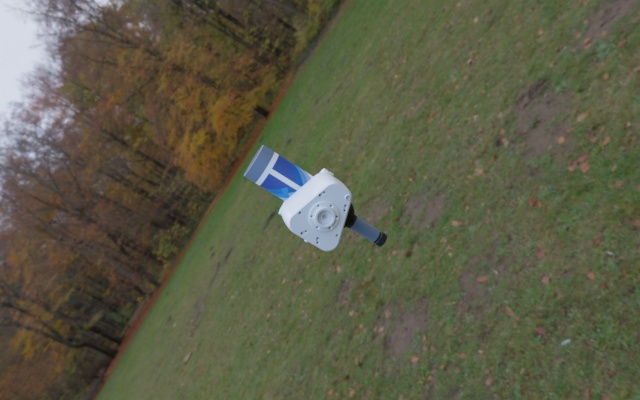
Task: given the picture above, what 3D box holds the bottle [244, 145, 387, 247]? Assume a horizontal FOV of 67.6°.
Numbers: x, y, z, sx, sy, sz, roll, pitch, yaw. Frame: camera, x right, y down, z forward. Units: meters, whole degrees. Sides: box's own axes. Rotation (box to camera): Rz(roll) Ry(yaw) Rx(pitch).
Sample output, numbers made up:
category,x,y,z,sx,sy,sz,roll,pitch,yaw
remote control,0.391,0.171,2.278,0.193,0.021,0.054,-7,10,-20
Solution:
category,x,y,z,sx,sy,sz,roll,pitch,yaw
bottle,0.000,0.003,0.898,0.296,0.069,0.069,32,-8,-13
